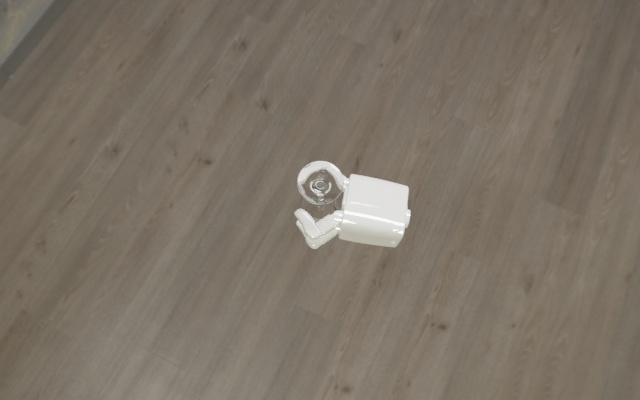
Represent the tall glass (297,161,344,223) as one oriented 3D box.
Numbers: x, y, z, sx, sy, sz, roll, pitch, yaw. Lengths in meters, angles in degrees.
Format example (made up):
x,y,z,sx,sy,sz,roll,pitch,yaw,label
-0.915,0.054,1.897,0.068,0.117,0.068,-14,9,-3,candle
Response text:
x,y,z,sx,sy,sz,roll,pitch,yaw,label
0.000,0.002,0.849,0.079,0.079,0.201,0,-18,0,tall glass
